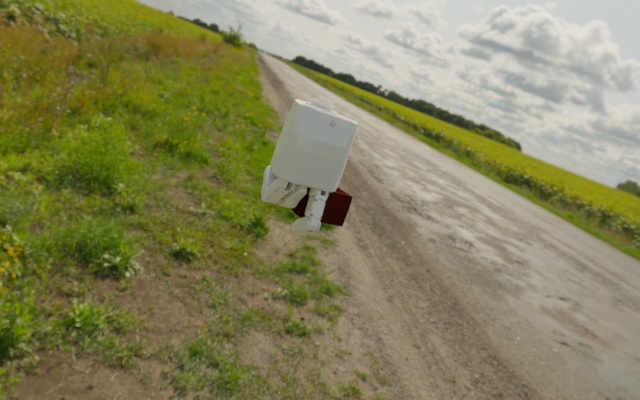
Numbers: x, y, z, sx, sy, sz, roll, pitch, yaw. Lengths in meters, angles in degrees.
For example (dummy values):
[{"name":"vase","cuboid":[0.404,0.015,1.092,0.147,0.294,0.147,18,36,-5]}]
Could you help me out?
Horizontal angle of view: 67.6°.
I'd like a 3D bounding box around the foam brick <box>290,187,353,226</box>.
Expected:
[{"name":"foam brick","cuboid":[0.000,0.003,0.738,0.078,0.051,0.053,13,12,-30]}]
